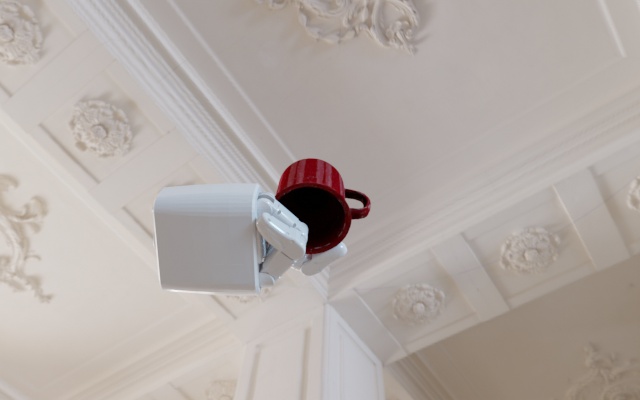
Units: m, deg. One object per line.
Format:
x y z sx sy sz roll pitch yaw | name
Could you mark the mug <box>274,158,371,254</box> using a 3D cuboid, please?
0.002 0.002 0.559 0.117 0.093 0.081 -1 29 1 | mug
